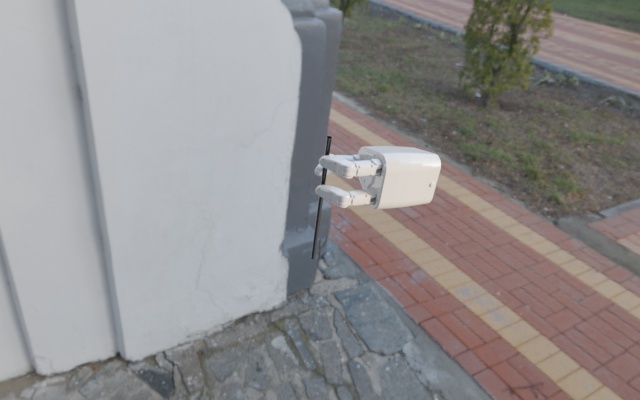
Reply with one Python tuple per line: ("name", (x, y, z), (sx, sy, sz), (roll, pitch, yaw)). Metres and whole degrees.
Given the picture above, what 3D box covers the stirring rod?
("stirring rod", (0.000, 0.003, 0.813), (0.011, 0.240, 0.011), (6, 31, -3))
